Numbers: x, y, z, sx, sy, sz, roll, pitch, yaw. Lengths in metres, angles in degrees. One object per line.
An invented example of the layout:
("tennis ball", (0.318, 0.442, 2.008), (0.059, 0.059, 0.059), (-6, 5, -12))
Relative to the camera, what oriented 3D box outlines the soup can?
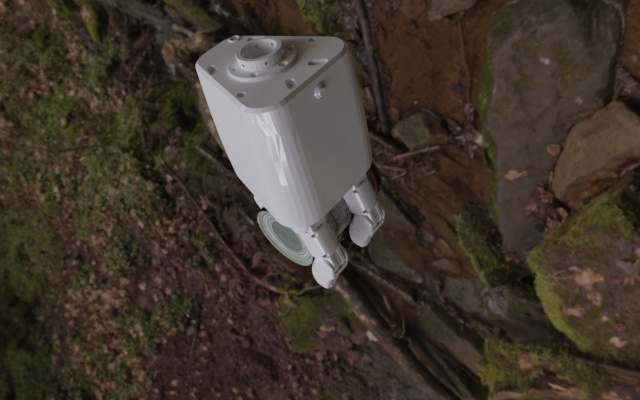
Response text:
("soup can", (0.000, 0.002, 0.439), (0.102, 0.068, 0.068), (-46, 25, -27))
